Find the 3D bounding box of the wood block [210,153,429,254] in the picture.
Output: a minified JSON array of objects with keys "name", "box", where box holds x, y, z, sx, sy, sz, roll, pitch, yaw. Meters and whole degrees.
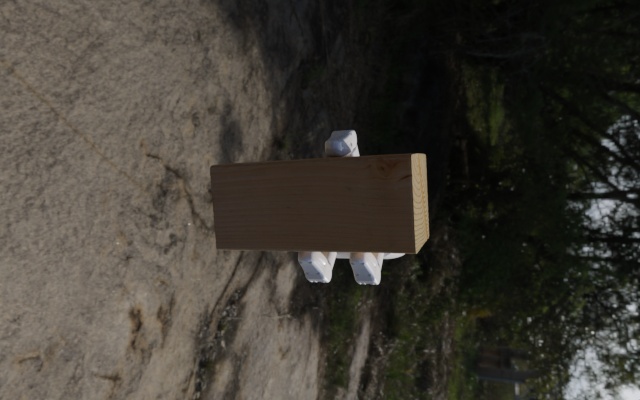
[{"name":"wood block","box":[0.000,0.001,0.494,0.206,0.091,0.090,-2,5,21]}]
